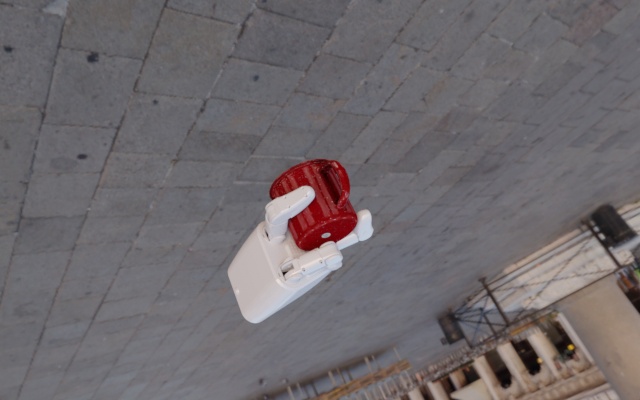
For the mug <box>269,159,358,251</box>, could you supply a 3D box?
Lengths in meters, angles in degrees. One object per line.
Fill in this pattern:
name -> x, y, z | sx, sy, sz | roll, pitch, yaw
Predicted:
mug -> 0.001, 0.001, 0.579 | 0.093, 0.081, 0.117 | -4, -33, -39
